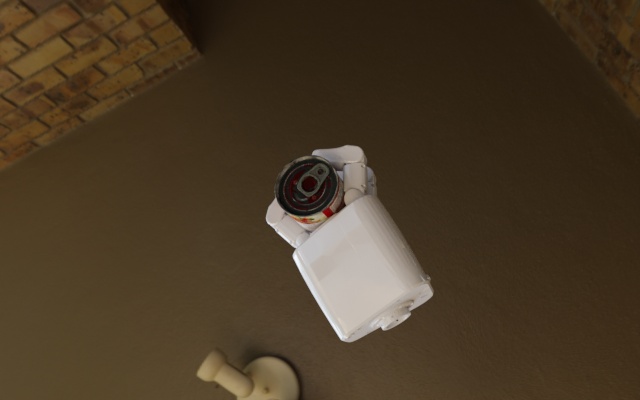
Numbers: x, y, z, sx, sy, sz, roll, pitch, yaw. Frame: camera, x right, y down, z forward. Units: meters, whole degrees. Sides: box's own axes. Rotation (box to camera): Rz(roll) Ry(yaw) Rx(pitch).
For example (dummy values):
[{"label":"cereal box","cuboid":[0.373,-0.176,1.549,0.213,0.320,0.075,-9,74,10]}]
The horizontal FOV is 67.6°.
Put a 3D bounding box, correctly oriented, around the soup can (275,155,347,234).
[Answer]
[{"label":"soup can","cuboid":[0.000,0.002,0.527,0.068,0.068,0.102,0,-20,18]}]
